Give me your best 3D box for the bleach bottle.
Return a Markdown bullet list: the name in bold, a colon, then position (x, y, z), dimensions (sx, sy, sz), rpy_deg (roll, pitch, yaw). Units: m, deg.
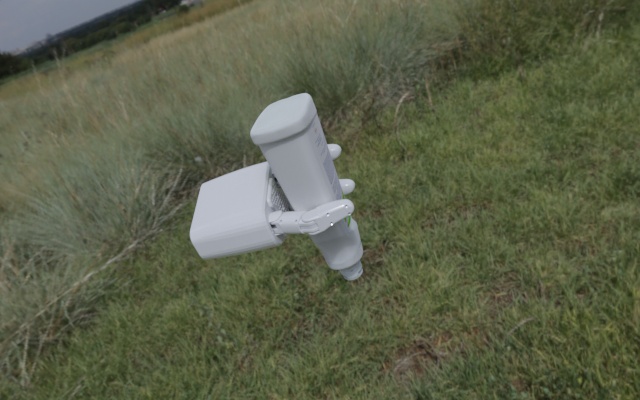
- **bleach bottle**: position (0.000, 0.002, 0.590), dimensions (0.068, 0.251, 0.102), rpy_deg (-15, 28, 16)
